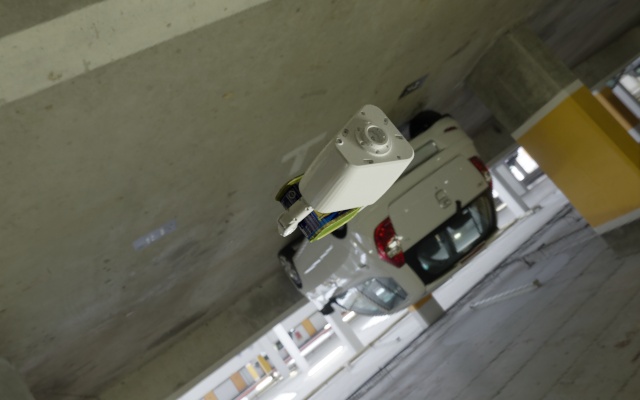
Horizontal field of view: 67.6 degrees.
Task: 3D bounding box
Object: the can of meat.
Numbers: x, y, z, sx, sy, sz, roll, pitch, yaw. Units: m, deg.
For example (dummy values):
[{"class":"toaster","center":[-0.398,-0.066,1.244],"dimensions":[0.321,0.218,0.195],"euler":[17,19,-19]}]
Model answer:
[{"class":"can of meat","center":[0.000,0.003,0.691],"dimensions":[0.102,0.084,0.057],"euler":[-29,-14,-39]}]
